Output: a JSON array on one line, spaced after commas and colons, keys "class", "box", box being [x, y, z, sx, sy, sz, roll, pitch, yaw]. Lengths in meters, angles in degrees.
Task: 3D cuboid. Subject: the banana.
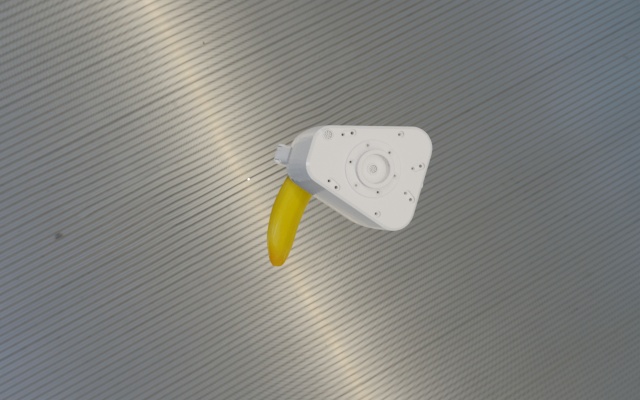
[{"class": "banana", "box": [-0.011, -0.013, 0.574, 0.069, 0.198, 0.037, 42, -6, -13]}]
